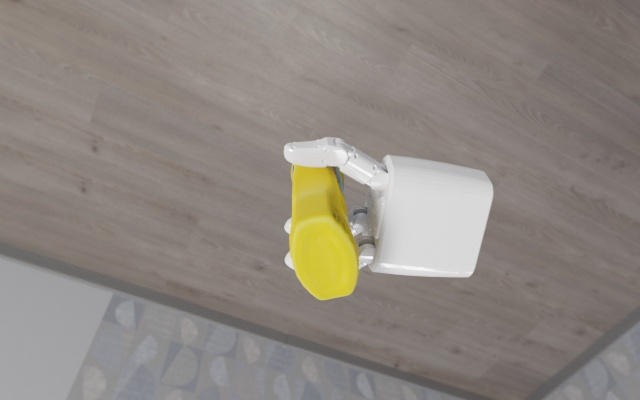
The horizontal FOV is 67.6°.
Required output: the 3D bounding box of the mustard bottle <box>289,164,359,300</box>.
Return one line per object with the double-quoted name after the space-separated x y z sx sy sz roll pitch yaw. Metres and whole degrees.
0.000 0.002 0.487 0.058 0.096 0.191 -14 33 6 "mustard bottle"
